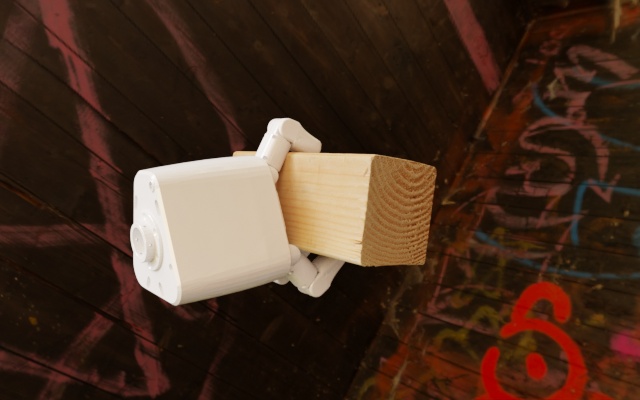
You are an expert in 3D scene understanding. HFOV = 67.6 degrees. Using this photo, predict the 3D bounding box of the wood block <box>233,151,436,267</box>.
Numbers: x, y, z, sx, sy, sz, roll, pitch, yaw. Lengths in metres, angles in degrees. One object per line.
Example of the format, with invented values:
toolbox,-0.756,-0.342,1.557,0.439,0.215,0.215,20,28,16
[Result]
wood block,0.000,0.001,0.477,0.090,0.091,0.206,6,2,-42
